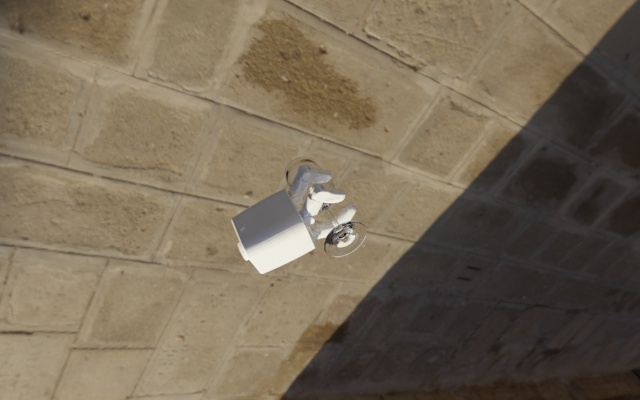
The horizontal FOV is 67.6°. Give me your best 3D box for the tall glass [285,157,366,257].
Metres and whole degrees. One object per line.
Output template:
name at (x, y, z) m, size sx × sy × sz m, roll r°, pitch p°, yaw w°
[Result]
tall glass at (0.001, 0.003, 0.822) m, size 0.079 × 0.079 × 0.201 m, roll 0°, pitch 37°, yaw -29°
